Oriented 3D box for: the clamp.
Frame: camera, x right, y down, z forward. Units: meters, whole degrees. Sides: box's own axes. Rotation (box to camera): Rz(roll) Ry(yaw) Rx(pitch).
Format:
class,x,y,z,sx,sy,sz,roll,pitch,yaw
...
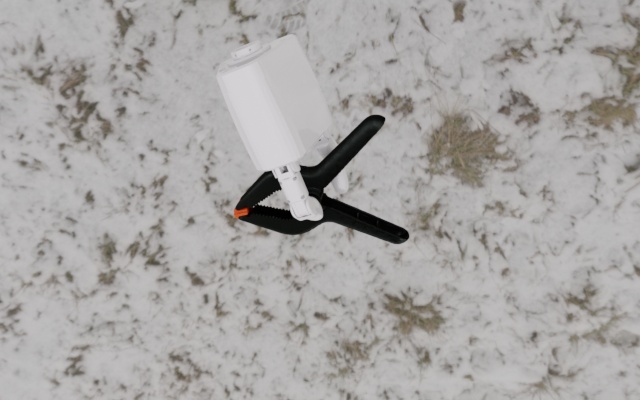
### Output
class,x,y,z,sx,sy,sz,roll,pitch,yaw
clamp,-0.001,0.002,0.573,0.210,0.165,0.036,-16,24,16
